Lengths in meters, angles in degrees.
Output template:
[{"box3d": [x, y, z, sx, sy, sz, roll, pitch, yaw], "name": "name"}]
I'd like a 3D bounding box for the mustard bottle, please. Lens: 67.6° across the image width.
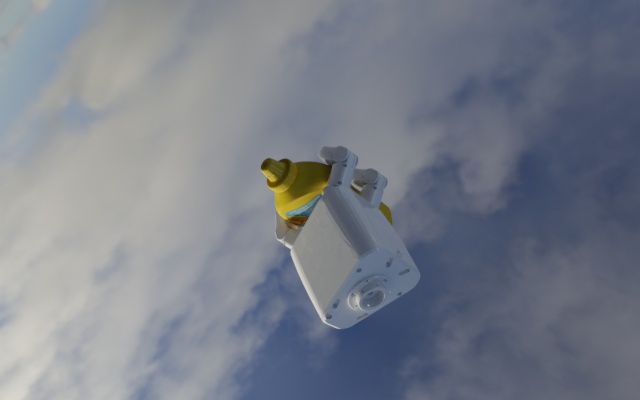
[{"box3d": [0.000, 0.002, 0.601, 0.096, 0.058, 0.192, -28, -44, 31], "name": "mustard bottle"}]
